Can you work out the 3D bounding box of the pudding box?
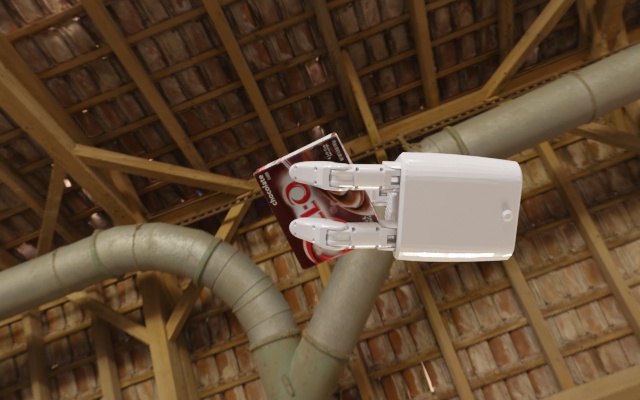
[{"bbox_3d":[0.000,0.001,0.475,0.090,0.113,0.039,-25,9,10],"label":"pudding box"}]
